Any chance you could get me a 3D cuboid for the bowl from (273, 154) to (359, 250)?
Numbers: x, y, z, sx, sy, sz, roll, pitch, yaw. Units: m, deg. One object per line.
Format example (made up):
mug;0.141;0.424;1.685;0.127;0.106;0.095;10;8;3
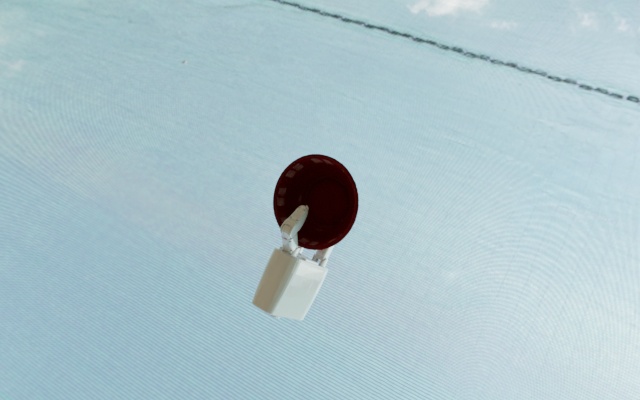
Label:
bowl;0.001;0.002;0.821;0.162;0.162;0.055;0;0;27
